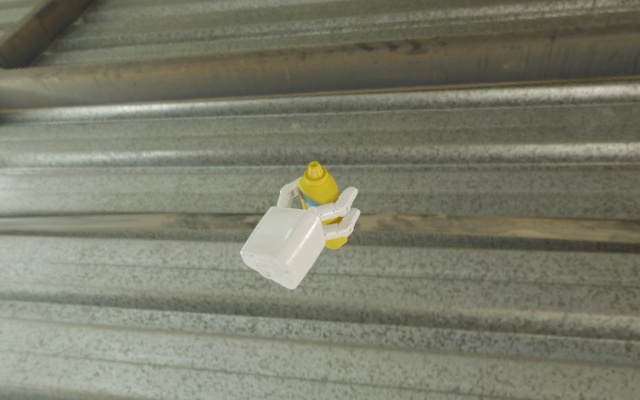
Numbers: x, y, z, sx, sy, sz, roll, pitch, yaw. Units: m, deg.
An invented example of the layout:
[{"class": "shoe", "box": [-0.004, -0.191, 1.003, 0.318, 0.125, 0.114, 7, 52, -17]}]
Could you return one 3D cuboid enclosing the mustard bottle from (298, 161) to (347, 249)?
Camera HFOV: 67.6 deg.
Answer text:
[{"class": "mustard bottle", "box": [0.000, 0.003, 0.881, 0.058, 0.192, 0.096, -34, 52, -20]}]
